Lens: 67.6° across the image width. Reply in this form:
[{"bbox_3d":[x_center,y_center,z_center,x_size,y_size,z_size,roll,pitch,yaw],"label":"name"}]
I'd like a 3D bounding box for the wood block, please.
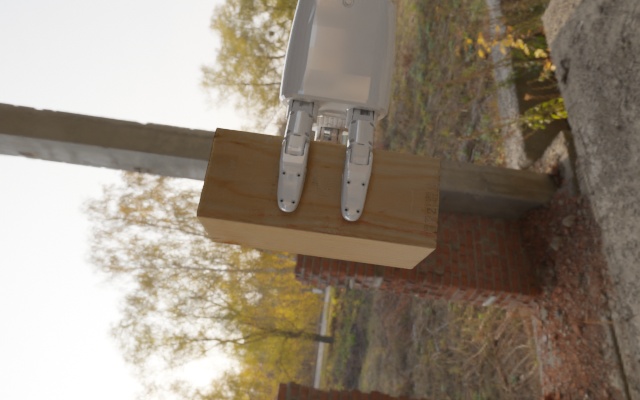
[{"bbox_3d":[0.000,0.001,0.460,0.206,0.090,0.091,8,-19,-1],"label":"wood block"}]
